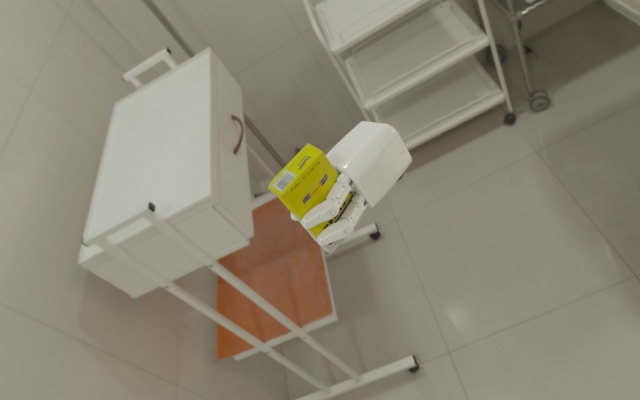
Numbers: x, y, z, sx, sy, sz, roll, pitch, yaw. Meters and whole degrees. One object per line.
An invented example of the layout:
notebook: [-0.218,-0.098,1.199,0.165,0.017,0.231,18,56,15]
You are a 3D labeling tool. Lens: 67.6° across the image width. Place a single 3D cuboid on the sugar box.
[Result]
sugar box: [0.000,0.003,0.762,0.048,0.093,0.176,35,-12,46]
